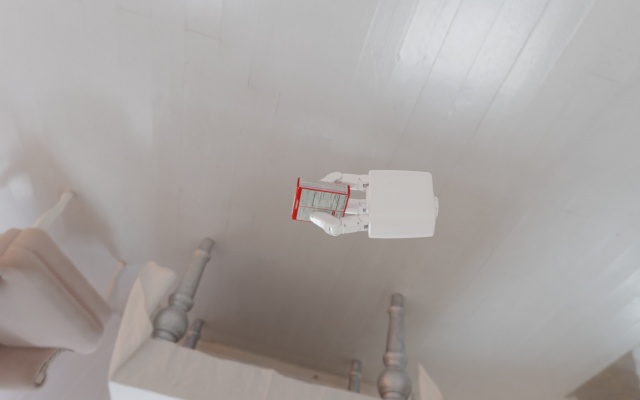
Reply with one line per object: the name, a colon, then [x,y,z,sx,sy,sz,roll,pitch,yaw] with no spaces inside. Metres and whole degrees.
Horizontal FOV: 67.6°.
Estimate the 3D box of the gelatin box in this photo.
gelatin box: [0.000,0.003,0.801,0.089,0.073,0.030,7,41,-6]
